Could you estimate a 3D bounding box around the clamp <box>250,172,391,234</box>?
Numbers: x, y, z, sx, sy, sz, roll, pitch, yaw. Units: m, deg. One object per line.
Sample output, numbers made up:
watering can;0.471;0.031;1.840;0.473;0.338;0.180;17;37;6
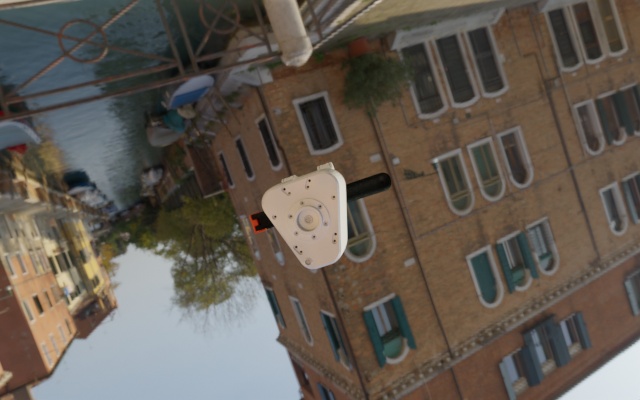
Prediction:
clamp;0.000;0.003;0.715;0.210;0.036;0.164;-19;-1;5
